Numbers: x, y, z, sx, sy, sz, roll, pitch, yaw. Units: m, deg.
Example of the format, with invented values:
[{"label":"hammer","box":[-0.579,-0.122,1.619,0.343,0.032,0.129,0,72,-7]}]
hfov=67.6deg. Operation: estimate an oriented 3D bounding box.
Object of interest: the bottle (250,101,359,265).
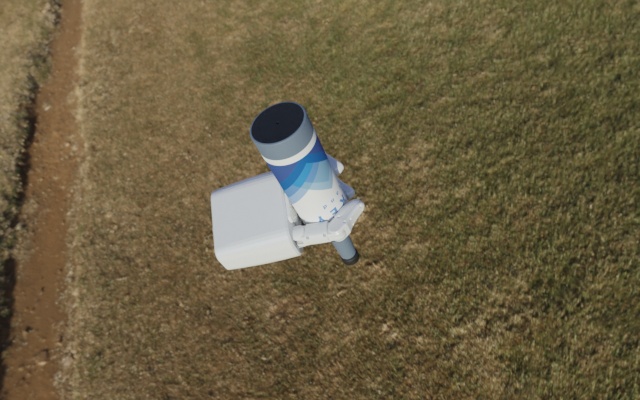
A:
[{"label":"bottle","box":[0.000,0.002,0.626,0.069,0.069,0.296,0,-36,23]}]
